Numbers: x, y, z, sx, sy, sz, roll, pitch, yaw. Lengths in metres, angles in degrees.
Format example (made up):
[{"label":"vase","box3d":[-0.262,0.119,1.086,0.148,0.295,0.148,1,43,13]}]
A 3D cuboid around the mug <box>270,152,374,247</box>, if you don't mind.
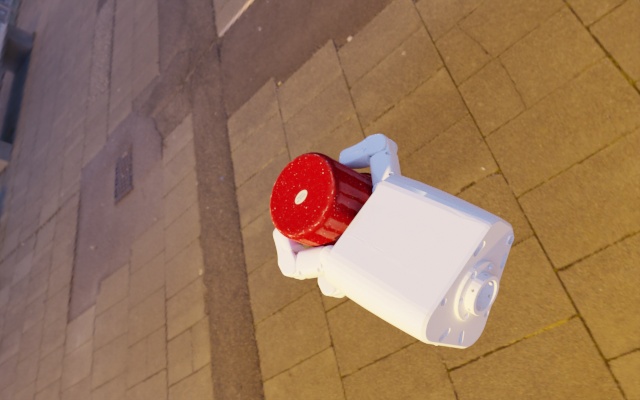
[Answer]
[{"label":"mug","box3d":[-0.001,0.001,0.457,0.081,0.093,0.117,23,2,-45]}]
